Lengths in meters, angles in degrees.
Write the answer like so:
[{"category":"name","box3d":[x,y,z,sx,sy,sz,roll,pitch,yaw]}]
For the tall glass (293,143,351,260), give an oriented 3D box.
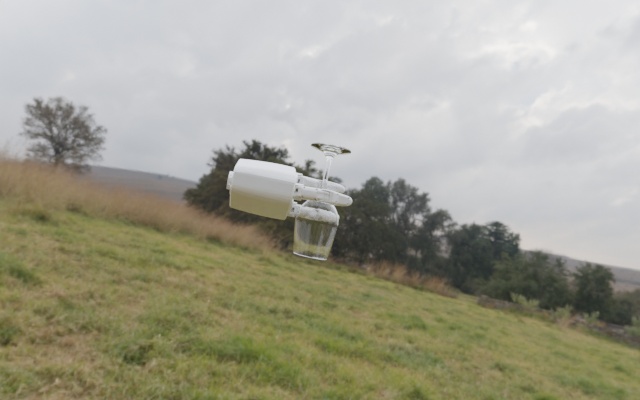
[{"category":"tall glass","box3d":[0.000,0.002,0.855,0.079,0.201,0.079,11,-5,1]}]
